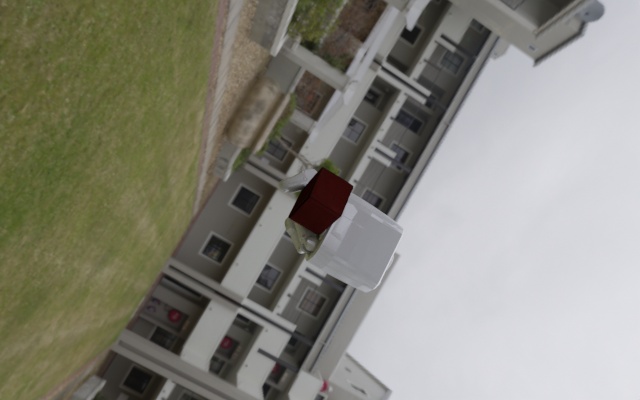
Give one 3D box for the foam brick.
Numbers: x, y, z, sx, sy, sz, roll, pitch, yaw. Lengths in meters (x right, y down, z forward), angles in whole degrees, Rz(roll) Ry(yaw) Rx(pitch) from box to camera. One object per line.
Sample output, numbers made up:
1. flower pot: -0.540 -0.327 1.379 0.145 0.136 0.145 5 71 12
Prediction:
1. foam brick: 0.000 0.002 0.644 0.051 0.053 0.078 31 -32 -9
